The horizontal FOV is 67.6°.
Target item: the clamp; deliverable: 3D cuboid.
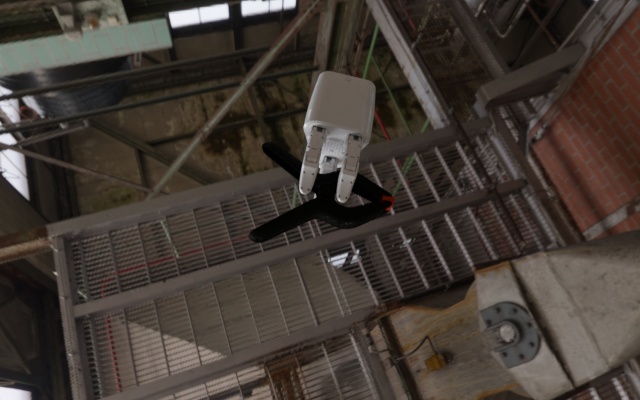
[{"bbox_3d":[0.001,0.003,0.693,0.210,0.164,0.036,12,-29,-1],"label":"clamp"}]
